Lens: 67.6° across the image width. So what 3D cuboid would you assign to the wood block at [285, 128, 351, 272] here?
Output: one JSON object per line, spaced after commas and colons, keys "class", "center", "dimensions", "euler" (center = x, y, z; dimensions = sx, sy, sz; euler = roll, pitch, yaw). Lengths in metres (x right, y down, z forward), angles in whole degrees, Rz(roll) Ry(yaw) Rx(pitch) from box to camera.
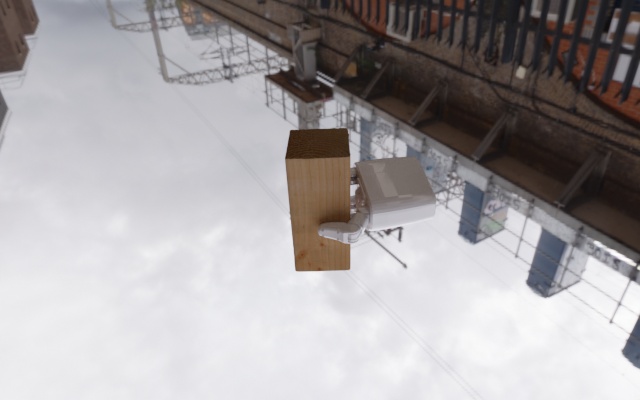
{"class": "wood block", "center": [0.001, 0.003, 0.732], "dimensions": [0.090, 0.206, 0.090], "euler": [-2, 34, 2]}
